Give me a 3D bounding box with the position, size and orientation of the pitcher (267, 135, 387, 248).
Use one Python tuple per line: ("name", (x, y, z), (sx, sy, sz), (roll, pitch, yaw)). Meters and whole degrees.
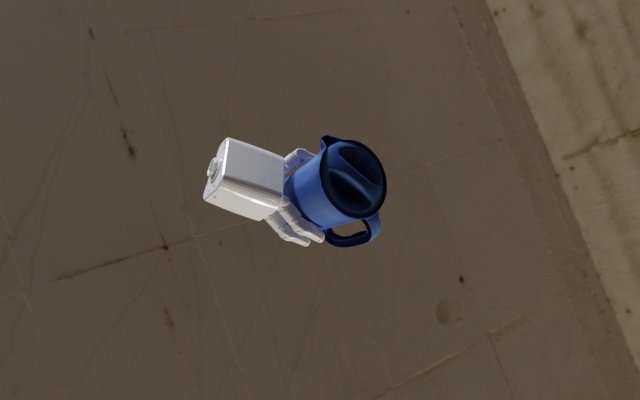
("pitcher", (0.000, 0.003, 0.852), (0.145, 0.149, 0.243), (20, -25, -26))
